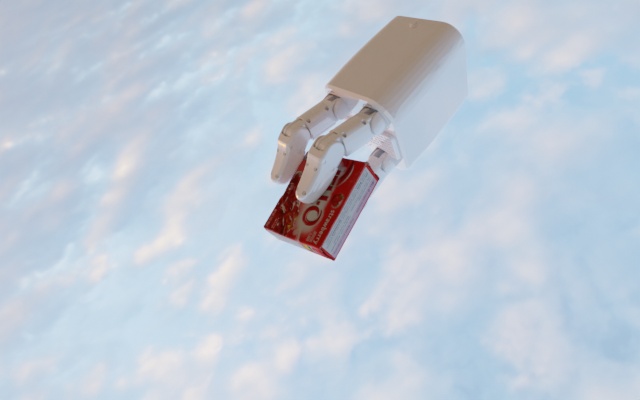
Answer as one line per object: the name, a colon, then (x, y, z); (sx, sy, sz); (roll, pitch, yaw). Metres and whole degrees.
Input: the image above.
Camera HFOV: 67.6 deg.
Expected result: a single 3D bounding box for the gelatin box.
gelatin box: (0.000, 0.002, 0.431); (0.073, 0.089, 0.030); (17, -19, 41)
